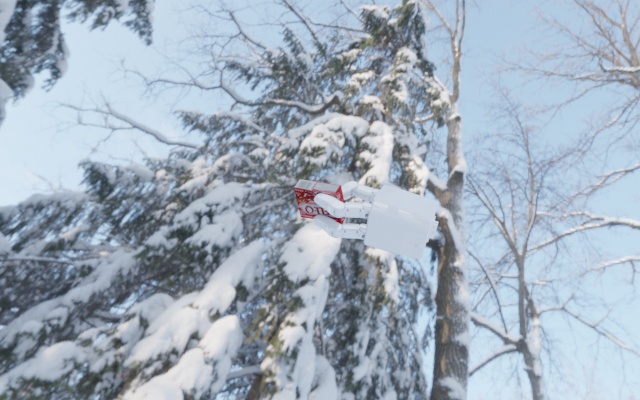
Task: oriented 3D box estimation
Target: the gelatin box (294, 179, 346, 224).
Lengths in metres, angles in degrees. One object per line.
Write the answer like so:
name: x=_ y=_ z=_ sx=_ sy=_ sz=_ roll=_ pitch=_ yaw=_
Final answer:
gelatin box: x=0.000 y=0.003 z=0.882 sx=0.089 sy=0.073 sz=0.030 roll=10 pitch=43 yaw=25
